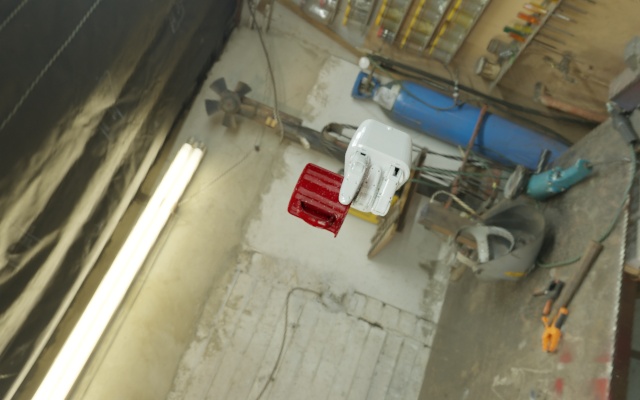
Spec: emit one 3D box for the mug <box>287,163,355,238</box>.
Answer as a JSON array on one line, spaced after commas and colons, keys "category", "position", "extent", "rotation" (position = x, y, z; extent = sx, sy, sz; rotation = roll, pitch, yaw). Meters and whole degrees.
[{"category": "mug", "position": [0.000, 0.003, 0.685], "extent": [0.081, 0.093, 0.117], "rotation": [23, 34, 1]}]
